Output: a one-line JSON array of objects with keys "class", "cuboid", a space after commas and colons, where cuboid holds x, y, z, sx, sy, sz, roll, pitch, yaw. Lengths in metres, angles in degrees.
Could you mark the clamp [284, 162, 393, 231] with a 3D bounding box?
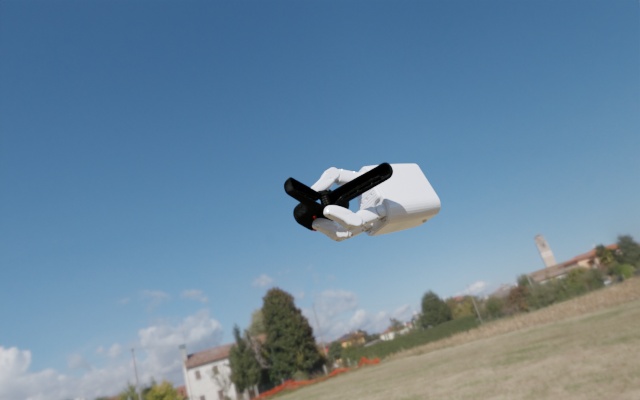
[{"class": "clamp", "cuboid": [0.000, 0.002, 0.752, 0.164, 0.036, 0.210, -6, -21, -24]}]
